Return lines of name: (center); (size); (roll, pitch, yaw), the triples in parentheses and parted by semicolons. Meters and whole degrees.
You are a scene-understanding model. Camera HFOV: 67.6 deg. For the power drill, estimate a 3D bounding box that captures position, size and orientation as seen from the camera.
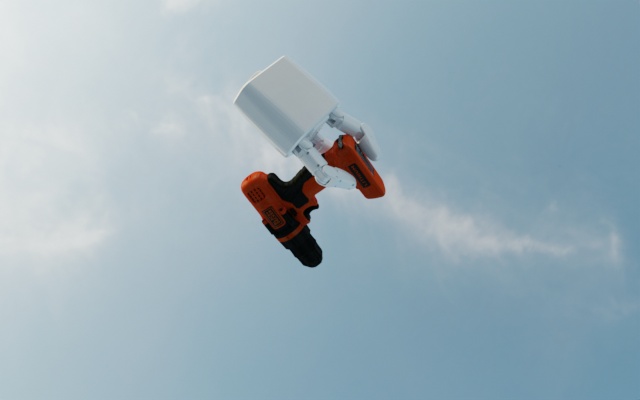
power drill: (0.000, 0.002, 0.720); (0.188, 0.184, 0.057); (-30, 23, 16)
